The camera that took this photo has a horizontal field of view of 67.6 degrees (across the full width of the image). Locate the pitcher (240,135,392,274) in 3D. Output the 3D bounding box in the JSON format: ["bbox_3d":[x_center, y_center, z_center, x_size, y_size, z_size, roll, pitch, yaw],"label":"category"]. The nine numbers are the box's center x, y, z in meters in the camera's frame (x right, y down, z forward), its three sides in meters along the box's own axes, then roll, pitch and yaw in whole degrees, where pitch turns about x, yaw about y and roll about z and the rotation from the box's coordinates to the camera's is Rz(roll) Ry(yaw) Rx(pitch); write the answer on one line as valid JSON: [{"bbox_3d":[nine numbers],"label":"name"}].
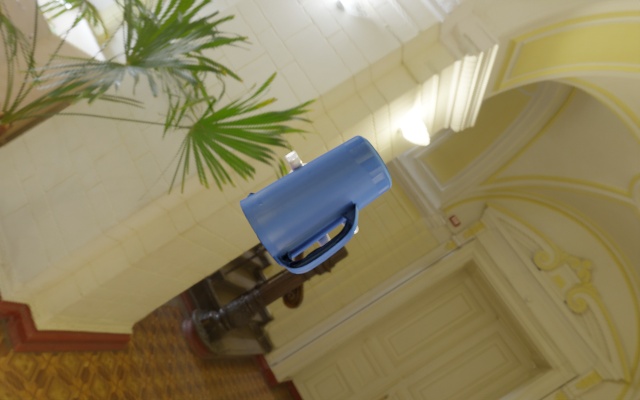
[{"bbox_3d":[0.000,0.003,0.810,0.243,0.149,0.145,-33,9,-1],"label":"pitcher"}]
